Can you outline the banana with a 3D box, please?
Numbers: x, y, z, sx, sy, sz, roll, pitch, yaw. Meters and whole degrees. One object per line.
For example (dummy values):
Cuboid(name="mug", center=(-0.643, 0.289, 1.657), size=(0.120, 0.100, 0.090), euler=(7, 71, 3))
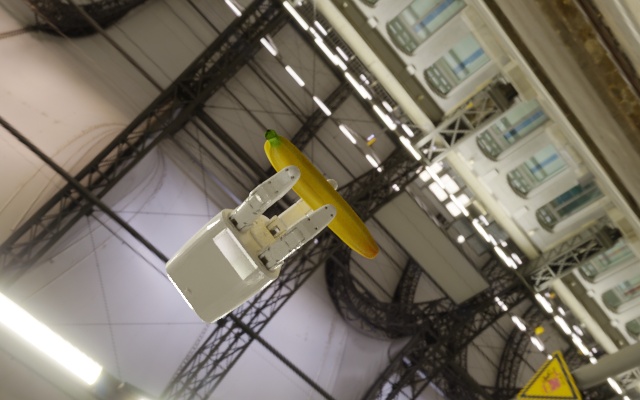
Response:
Cuboid(name="banana", center=(-0.004, -0.007, 0.557), size=(0.037, 0.198, 0.069), euler=(-40, 21, 9))
